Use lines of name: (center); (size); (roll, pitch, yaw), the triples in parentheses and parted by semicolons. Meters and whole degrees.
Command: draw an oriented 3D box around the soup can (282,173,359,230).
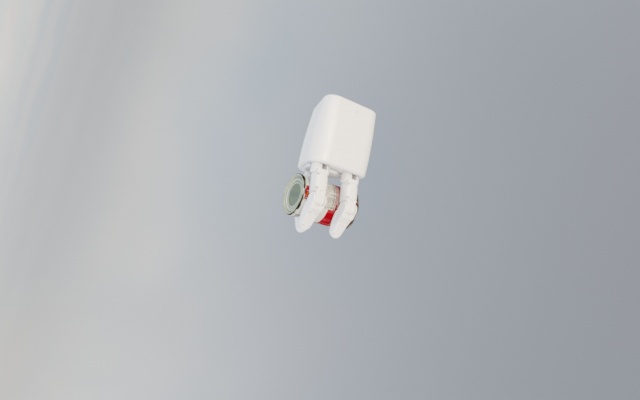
soup can: (0.000, 0.003, 0.749); (0.102, 0.068, 0.068); (17, -9, -29)
